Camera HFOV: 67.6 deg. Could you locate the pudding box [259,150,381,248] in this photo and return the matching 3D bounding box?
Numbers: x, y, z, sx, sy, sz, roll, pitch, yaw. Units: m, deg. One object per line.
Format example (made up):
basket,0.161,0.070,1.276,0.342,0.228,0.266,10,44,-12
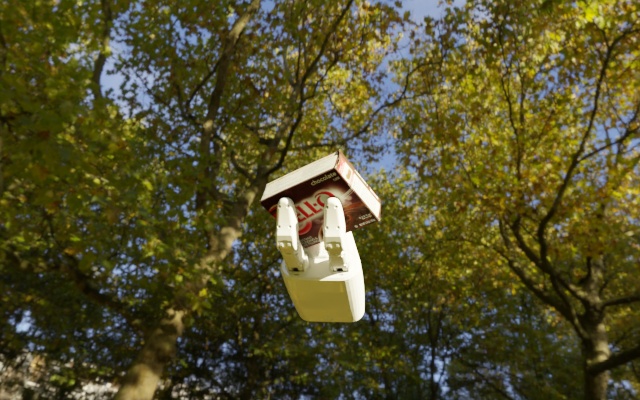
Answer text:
pudding box,0.000,0.002,0.556,0.113,0.039,0.090,-25,-55,29
